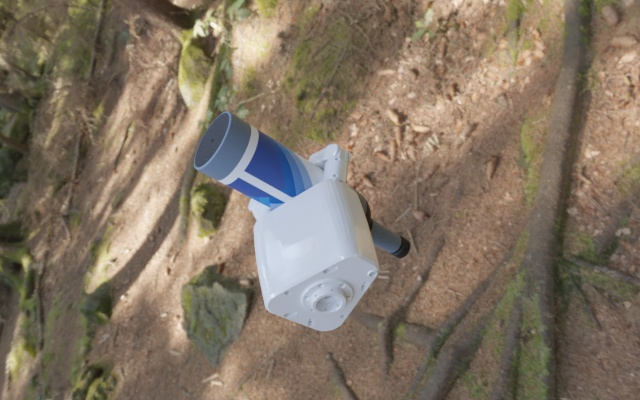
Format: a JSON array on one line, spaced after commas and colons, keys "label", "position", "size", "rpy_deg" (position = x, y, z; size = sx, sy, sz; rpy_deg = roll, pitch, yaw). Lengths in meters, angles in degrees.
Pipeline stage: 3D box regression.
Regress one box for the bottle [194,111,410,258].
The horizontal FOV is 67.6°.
[{"label": "bottle", "position": [0.000, 0.002, 0.554], "size": [0.296, 0.069, 0.069], "rpy_deg": [30, -17, -32]}]
